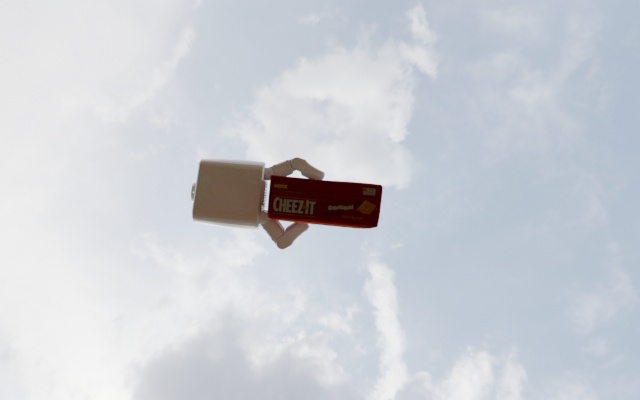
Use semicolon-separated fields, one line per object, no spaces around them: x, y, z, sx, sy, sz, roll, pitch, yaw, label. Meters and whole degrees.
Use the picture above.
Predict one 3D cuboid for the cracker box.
0.000;0.002;0.787;0.164;0.072;0.213;5;0;-3;cracker box
